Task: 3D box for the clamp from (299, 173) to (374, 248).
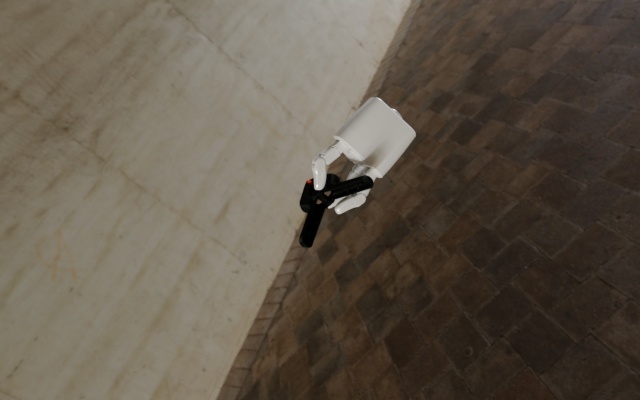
[{"bbox_3d":[0.000,0.002,0.888,0.036,0.164,0.210,46,-5,-21],"label":"clamp"}]
